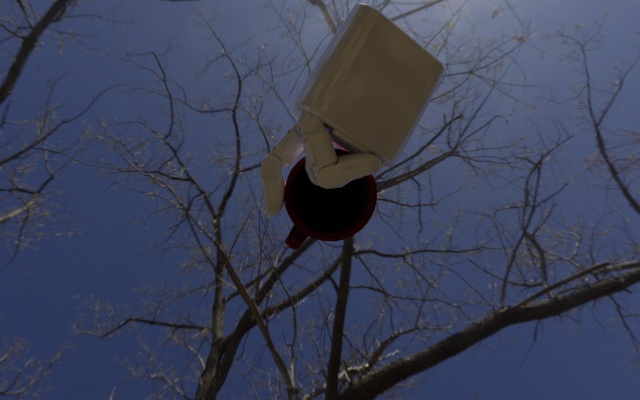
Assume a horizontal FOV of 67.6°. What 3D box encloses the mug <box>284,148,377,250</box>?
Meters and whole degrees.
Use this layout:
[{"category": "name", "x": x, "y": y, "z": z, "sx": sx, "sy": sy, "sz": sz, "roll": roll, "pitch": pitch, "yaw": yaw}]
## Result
[{"category": "mug", "x": -0.001, "y": 0.003, "z": 0.512, "sx": 0.093, "sy": 0.117, "sz": 0.081, "roll": 32, "pitch": 1, "yaw": -8}]
